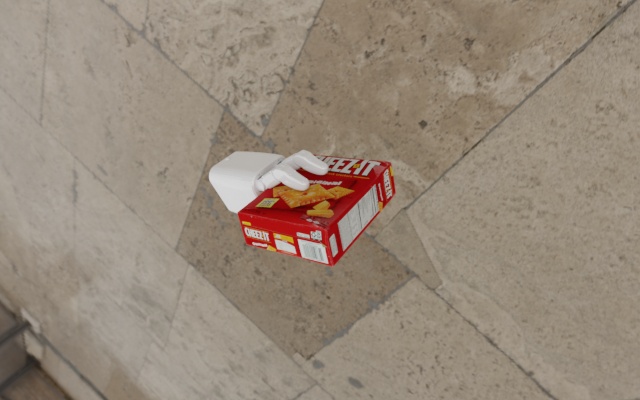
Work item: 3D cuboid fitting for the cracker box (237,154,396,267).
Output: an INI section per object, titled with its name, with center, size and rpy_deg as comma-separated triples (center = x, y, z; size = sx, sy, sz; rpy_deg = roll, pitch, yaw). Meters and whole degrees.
[cracker box]
center = 0.000, 0.003, 0.765
size = 0.164, 0.072, 0.213
rpy_deg = 10, 35, 32
